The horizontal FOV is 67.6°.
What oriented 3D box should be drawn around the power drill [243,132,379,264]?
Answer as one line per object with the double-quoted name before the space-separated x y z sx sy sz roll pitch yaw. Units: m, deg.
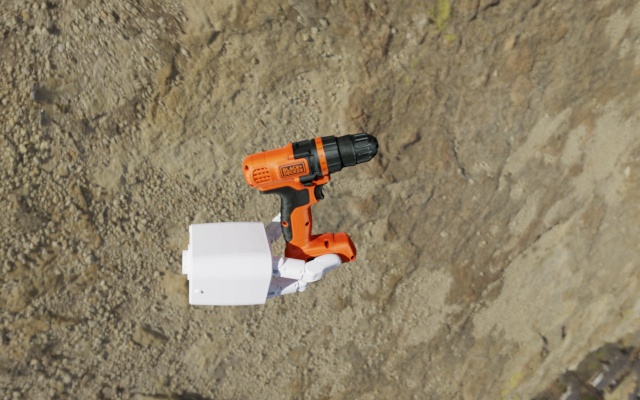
"power drill" 0.000 0.003 0.672 0.184 0.188 0.057 -11 25 2
